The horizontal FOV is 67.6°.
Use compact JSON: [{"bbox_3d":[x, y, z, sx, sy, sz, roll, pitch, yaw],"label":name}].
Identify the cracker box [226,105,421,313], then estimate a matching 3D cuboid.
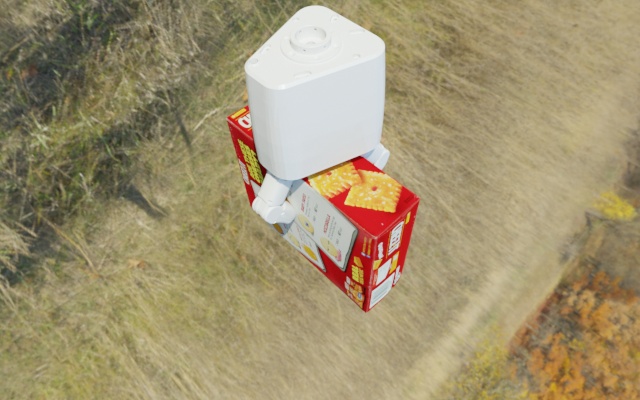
[{"bbox_3d":[0.000,0.002,0.530,0.072,0.164,0.213,-38,61,-23],"label":"cracker box"}]
